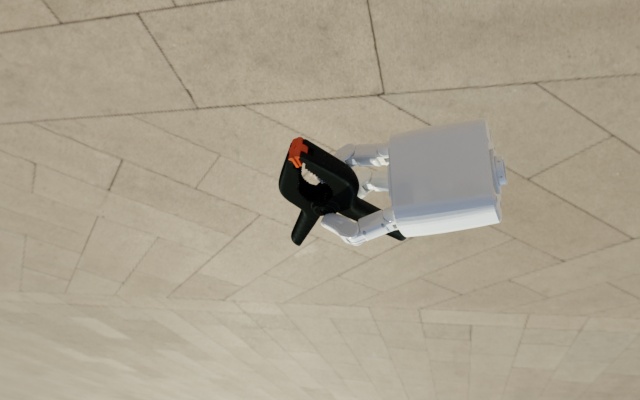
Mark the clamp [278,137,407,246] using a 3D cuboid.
[{"bbox_3d":[0.000,0.002,0.584,0.164,0.036,0.210,-10,-36,26],"label":"clamp"}]
